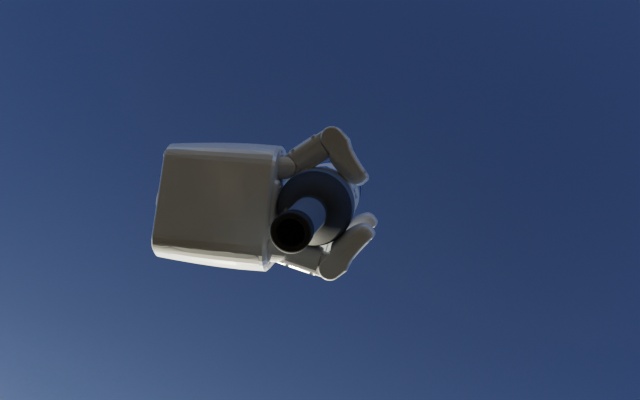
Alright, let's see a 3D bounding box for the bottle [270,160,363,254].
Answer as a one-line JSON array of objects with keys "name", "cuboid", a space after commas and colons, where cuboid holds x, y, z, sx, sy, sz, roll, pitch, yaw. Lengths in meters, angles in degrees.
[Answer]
[{"name": "bottle", "cuboid": [0.000, 0.001, 0.449, 0.069, 0.069, 0.295, 0, 8, 8]}]
